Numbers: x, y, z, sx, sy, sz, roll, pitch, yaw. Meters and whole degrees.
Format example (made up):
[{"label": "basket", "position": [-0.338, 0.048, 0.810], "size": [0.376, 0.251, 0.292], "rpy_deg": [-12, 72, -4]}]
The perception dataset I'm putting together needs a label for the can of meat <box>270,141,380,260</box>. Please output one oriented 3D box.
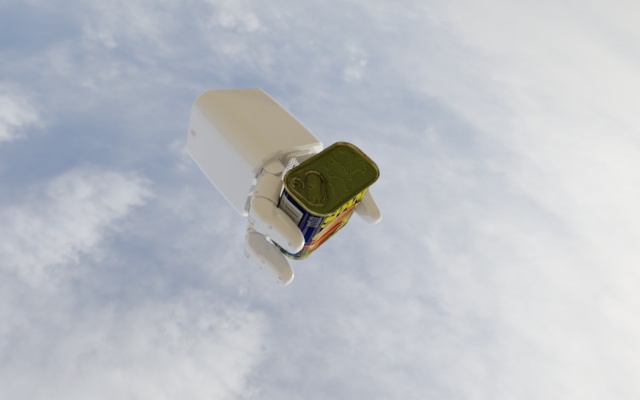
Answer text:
[{"label": "can of meat", "position": [0.000, 0.002, 0.472], "size": [0.102, 0.057, 0.084], "rpy_deg": [-35, -18, -39]}]
